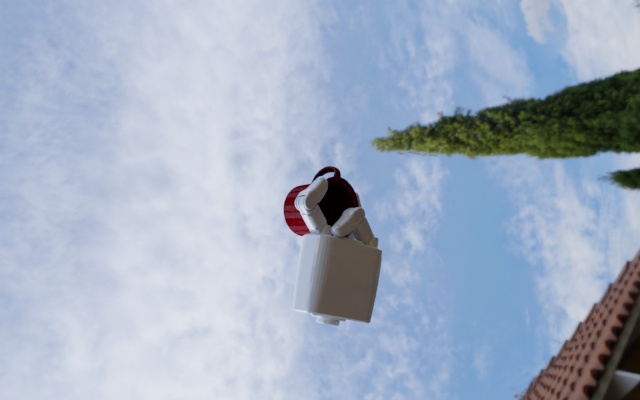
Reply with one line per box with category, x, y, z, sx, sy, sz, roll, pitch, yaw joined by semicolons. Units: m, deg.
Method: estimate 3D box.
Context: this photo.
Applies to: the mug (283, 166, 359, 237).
mug;0.000;0.001;0.729;0.081;0.117;0.093;-6;-23;45
